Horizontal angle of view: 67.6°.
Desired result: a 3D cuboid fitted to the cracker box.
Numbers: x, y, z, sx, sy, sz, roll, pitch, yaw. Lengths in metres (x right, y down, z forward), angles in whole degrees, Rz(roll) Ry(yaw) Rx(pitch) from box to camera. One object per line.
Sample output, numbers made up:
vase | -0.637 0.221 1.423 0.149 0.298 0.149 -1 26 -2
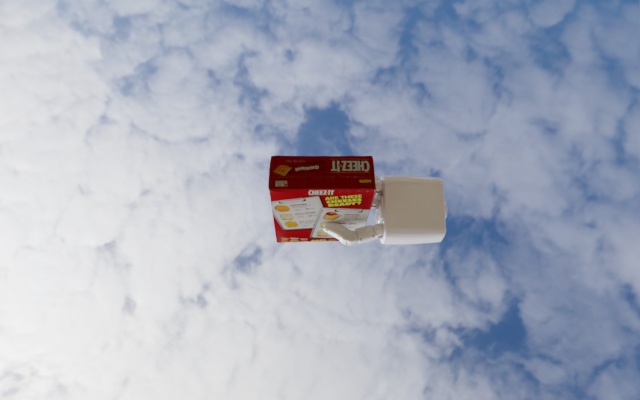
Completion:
cracker box | 0.000 0.003 0.823 0.164 0.072 0.214 -1 -27 -2
